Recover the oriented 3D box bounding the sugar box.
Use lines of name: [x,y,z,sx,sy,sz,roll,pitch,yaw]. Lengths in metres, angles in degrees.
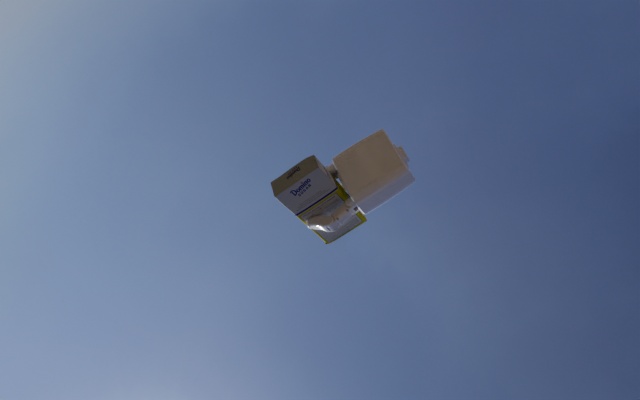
sugar box: [0.000,0.002,0.851,0.093,0.048,0.176,-33,-48,12]
